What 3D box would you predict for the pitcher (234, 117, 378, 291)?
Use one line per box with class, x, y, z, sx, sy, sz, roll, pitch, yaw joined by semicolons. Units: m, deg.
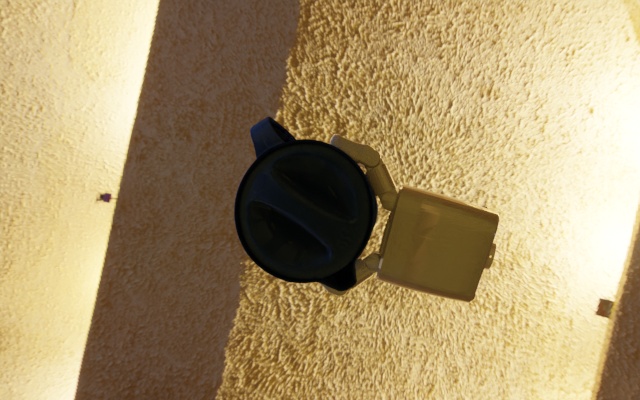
pitcher;0.000;0.002;0.551;0.145;0.149;0.243;14;2;10
